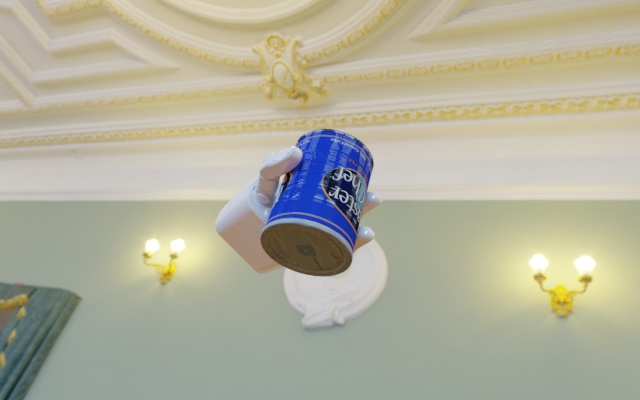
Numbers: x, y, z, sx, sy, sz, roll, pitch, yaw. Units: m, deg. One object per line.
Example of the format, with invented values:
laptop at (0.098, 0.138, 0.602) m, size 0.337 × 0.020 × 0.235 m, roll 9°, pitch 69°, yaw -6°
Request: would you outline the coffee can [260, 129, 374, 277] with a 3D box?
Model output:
coffee can at (0.000, 0.002, 0.555) m, size 0.103 × 0.140 × 0.103 m, roll 11°, pitch -37°, yaw 8°
